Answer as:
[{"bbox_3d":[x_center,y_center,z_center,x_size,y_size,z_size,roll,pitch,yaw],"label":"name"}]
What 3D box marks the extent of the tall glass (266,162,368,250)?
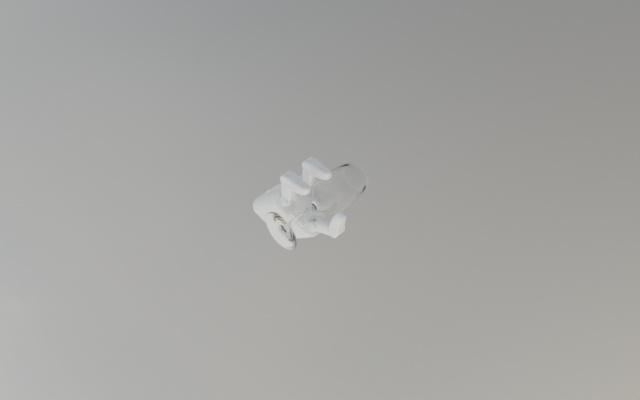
[{"bbox_3d":[0.000,0.003,0.856,0.201,0.079,0.079,-36,21,-33],"label":"tall glass"}]
